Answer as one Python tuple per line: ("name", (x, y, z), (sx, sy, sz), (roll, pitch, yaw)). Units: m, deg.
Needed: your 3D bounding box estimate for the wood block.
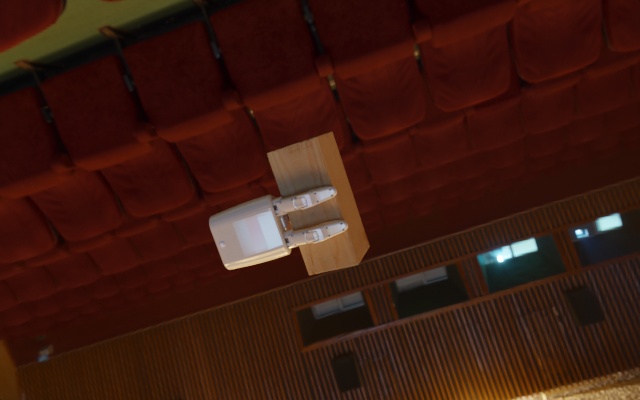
("wood block", (0.000, 0.003, 0.776), (0.090, 0.206, 0.091), (-15, 9, 20))
